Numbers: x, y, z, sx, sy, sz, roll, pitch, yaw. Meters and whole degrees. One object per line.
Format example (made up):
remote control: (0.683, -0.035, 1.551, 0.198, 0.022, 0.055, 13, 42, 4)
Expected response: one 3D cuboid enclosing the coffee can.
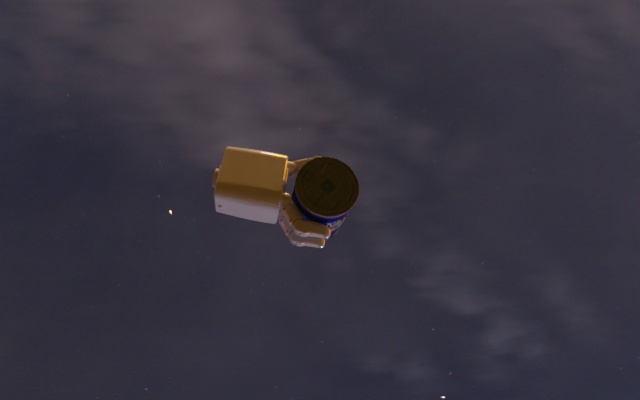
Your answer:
coffee can: (0.000, 0.003, 0.811, 0.103, 0.102, 0.140, 0, -22, -10)
